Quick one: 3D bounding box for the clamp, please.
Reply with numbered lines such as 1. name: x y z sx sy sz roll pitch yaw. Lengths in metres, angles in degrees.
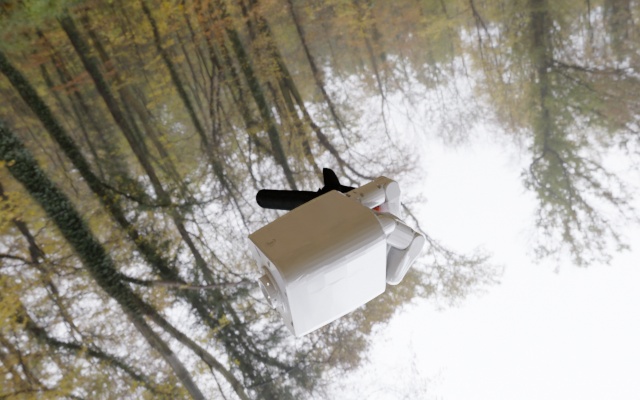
1. clamp: 0.000 0.002 0.574 0.120 0.039 0.171 -23 25 -21
